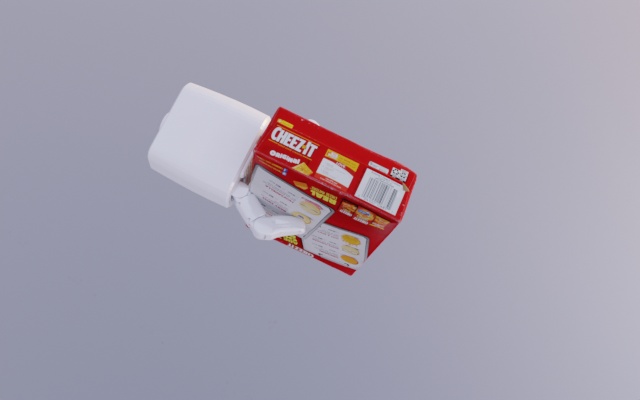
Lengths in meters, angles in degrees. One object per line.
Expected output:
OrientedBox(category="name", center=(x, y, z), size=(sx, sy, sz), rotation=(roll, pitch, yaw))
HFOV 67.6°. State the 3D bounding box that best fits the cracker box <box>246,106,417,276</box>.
OrientedBox(category="cracker box", center=(0.000, 0.002, 0.573), size=(0.164, 0.072, 0.214), rotation=(26, -25, 1))
